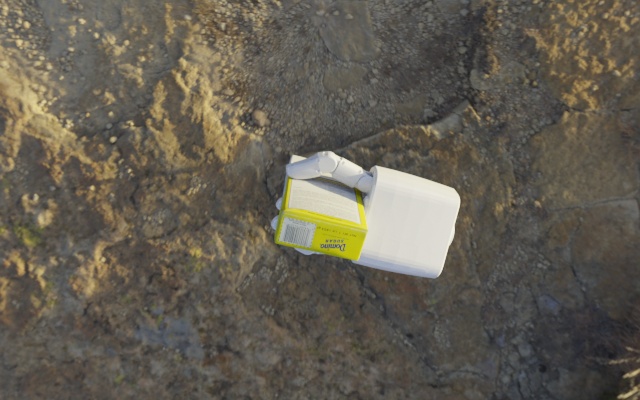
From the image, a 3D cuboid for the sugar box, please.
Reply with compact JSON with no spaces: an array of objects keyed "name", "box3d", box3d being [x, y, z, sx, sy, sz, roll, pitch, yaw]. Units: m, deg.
[{"name":"sugar box","box3d":[0.000,0.002,0.566,0.093,0.048,0.176,14,21,-5]}]
